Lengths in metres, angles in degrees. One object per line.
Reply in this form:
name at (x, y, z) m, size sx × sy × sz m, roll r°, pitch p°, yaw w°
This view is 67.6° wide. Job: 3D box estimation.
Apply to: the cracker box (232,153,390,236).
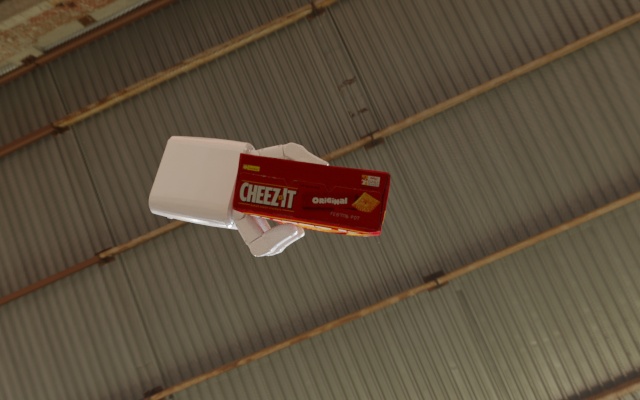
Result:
cracker box at (0.000, 0.002, 0.602) m, size 0.164 × 0.072 × 0.214 m, roll 8°, pitch -4°, yaw 8°
